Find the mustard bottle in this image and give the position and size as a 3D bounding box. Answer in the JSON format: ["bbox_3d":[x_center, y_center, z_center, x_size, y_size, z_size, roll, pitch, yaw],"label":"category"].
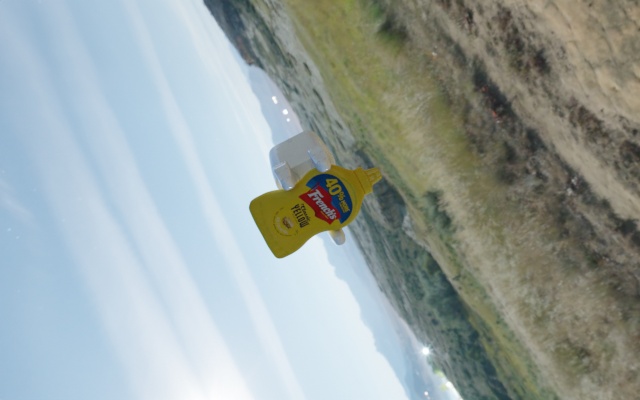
[{"bbox_3d":[0.000,0.003,0.694,0.191,0.096,0.058,-27,10,1],"label":"mustard bottle"}]
